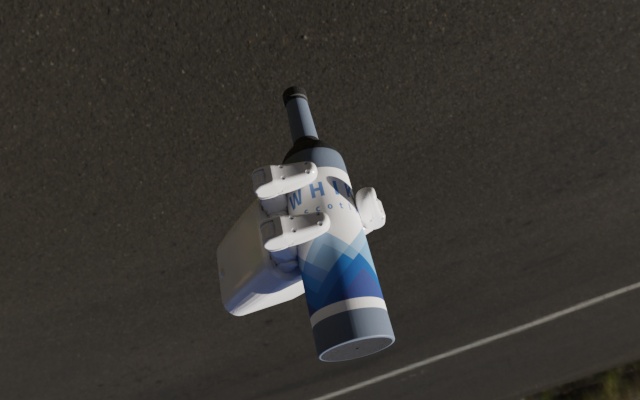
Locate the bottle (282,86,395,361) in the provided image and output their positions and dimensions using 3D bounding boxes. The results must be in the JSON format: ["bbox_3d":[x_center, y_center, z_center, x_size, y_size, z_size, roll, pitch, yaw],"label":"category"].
[{"bbox_3d":[0.000,0.002,0.473,0.069,0.295,0.069,-10,-30,-6],"label":"bottle"}]
